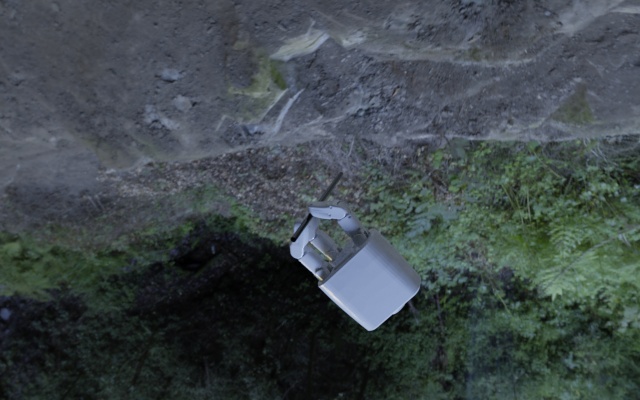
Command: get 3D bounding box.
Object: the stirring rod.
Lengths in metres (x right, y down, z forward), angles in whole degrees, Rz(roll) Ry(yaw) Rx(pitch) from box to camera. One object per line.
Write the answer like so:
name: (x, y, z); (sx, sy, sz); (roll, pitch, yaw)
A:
stirring rod: (0.000, 0.002, 0.733); (0.011, 0.011, 0.239); (0, 24, 19)
